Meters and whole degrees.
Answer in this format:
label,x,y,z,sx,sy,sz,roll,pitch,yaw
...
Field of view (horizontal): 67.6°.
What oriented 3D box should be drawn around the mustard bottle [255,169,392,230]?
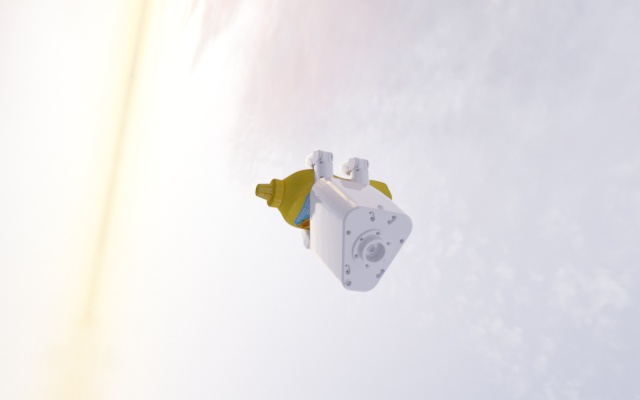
label,x,y,z,sx,sy,sz,roll,pitch,yaw
mustard bottle,0.000,0.002,0.683,0.191,0.096,0.058,10,40,-23
